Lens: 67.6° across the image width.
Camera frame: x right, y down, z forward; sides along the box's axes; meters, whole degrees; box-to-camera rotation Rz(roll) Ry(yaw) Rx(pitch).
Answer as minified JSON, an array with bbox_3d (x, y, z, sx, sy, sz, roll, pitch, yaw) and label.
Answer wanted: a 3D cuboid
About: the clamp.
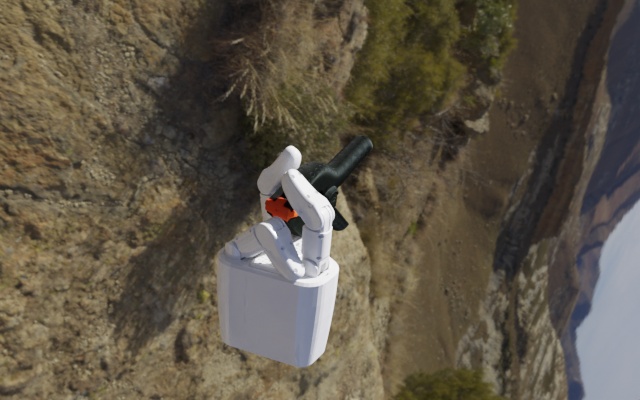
[{"bbox_3d":[0.001,0.002,0.515,0.039,0.120,0.171,21,29,29],"label":"clamp"}]
